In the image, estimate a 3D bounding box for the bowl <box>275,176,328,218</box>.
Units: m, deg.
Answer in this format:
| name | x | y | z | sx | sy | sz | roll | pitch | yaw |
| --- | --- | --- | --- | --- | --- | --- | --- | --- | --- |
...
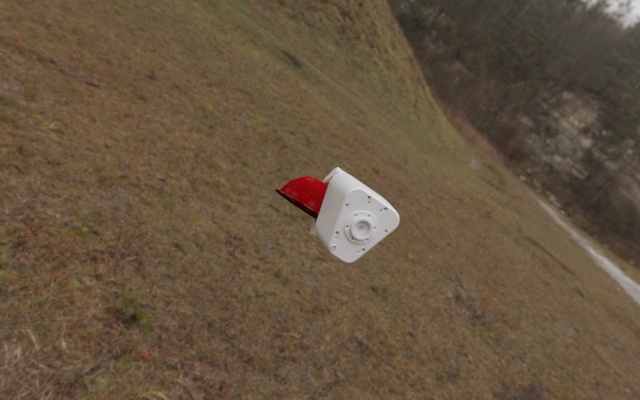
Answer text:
| name | x | y | z | sx | sy | sz | roll | pitch | yaw |
| --- | --- | --- | --- | --- | --- | --- | --- | --- | --- |
| bowl | 0.000 | 0.002 | 0.861 | 0.162 | 0.055 | 0.162 | 32 | -6 | 3 |
